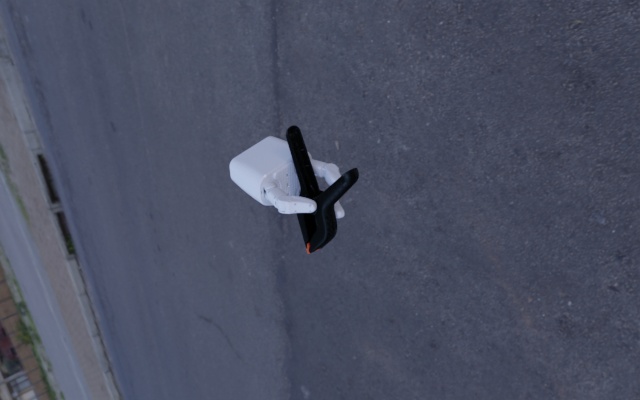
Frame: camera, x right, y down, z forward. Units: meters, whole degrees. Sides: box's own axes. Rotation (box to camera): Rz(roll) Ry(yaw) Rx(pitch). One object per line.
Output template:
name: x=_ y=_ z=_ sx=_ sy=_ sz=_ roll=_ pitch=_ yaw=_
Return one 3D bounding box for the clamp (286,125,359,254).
clamp: x=-0.001 y=0.003 z=0.753 sx=0.036 sy=0.210 sz=0.164 roll=-20 pitch=34 yaw=-30
